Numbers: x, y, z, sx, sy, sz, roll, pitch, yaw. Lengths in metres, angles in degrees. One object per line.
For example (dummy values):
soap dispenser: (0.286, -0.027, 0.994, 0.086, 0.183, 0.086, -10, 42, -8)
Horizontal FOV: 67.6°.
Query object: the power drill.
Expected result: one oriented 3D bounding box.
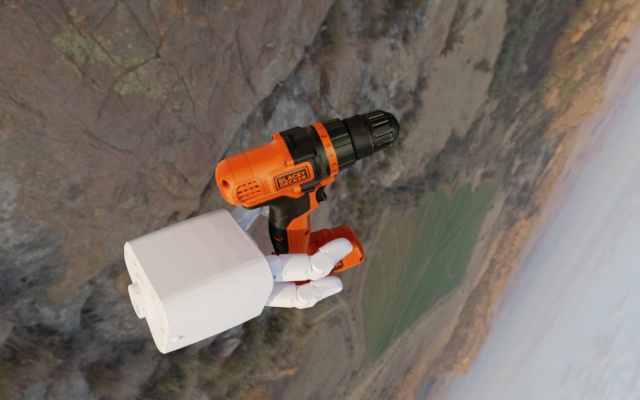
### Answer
power drill: (0.000, 0.002, 0.508, 0.184, 0.188, 0.057, -19, 44, -7)
